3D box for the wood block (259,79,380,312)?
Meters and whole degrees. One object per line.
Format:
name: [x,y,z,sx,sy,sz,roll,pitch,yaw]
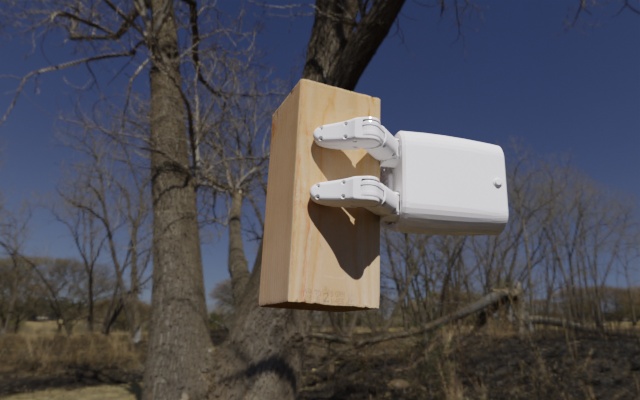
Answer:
wood block: [0.000,0.002,0.472,0.090,0.206,0.091,9,-18,-21]
